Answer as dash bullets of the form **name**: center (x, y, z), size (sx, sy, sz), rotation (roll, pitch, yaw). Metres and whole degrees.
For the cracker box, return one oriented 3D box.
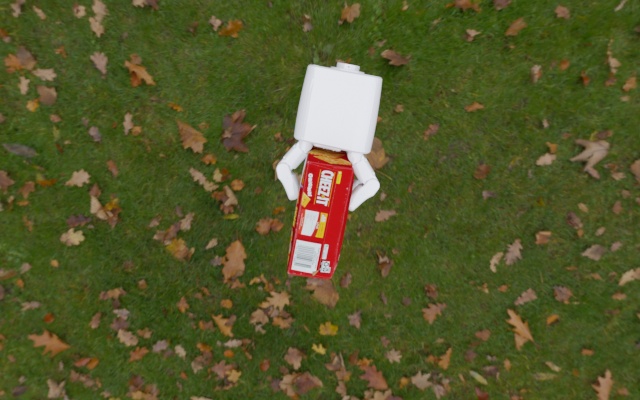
- **cracker box**: center (0.000, 0.002, 0.738), size (0.072, 0.164, 0.213), rotation (10, 15, -2)
